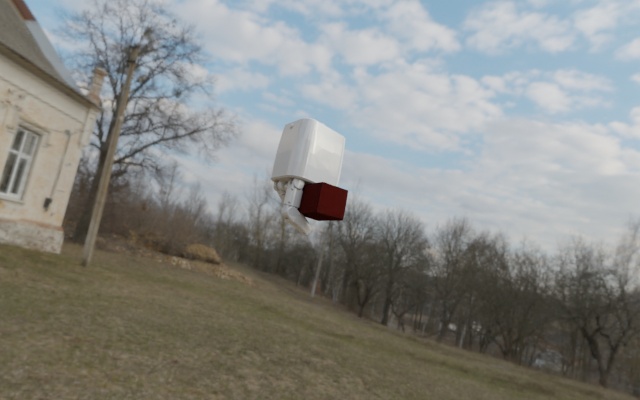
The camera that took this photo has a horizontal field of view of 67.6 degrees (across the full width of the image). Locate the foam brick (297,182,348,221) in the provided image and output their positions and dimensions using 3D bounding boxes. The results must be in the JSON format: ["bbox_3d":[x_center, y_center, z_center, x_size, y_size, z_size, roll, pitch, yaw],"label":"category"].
[{"bbox_3d":[0.000,0.003,0.782,0.053,0.051,0.078,19,-12,-30],"label":"foam brick"}]
